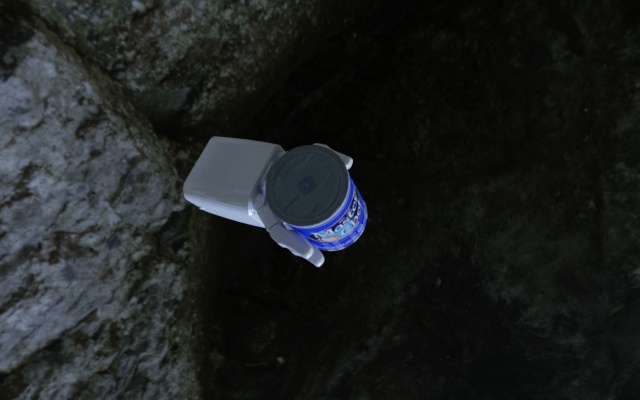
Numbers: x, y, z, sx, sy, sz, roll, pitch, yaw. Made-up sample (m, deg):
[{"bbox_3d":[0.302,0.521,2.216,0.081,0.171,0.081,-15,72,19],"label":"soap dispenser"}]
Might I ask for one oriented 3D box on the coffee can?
[{"bbox_3d":[0.000,0.002,0.625,0.103,0.102,0.140,0,-17,15],"label":"coffee can"}]
